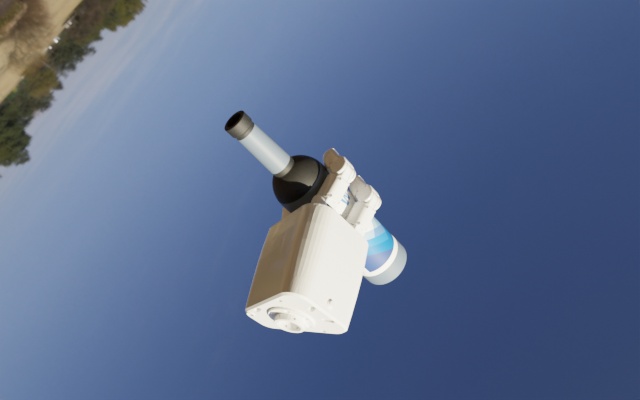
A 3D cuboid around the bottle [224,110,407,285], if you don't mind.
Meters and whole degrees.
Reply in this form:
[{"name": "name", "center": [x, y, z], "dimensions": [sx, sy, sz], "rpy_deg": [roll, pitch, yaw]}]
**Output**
[{"name": "bottle", "center": [0.000, 0.002, 0.569], "dimensions": [0.069, 0.069, 0.296], "rpy_deg": [0, -35, 47]}]
